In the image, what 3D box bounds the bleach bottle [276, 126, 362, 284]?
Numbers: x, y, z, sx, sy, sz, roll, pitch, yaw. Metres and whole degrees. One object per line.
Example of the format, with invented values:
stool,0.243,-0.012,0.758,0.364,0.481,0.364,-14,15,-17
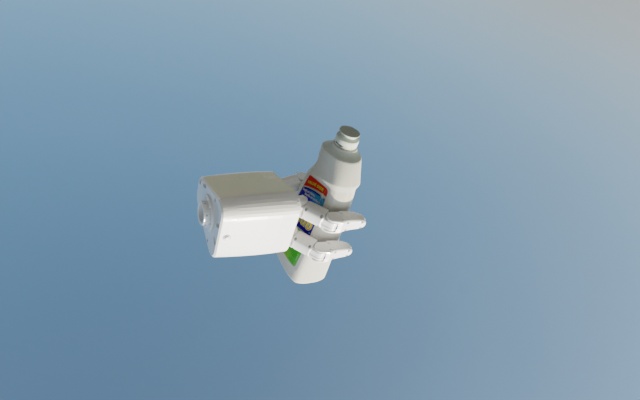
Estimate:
bleach bottle,0.000,0.002,0.688,0.068,0.251,0.102,-4,42,-29
